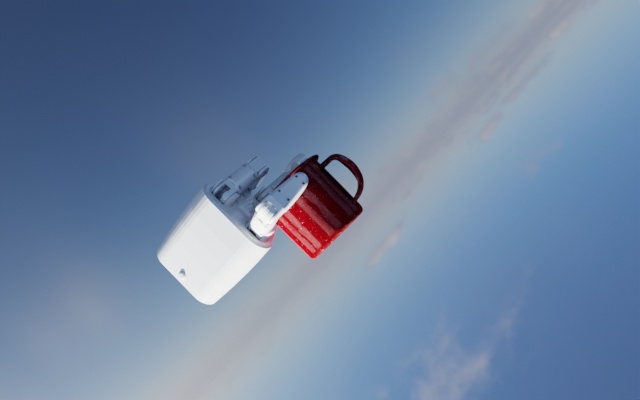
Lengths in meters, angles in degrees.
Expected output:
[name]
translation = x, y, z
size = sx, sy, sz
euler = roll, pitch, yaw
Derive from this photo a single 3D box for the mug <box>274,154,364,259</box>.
[mug]
translation = 0.001, 0.001, 0.526
size = 0.117, 0.081, 0.093
euler = -46, -5, 20
